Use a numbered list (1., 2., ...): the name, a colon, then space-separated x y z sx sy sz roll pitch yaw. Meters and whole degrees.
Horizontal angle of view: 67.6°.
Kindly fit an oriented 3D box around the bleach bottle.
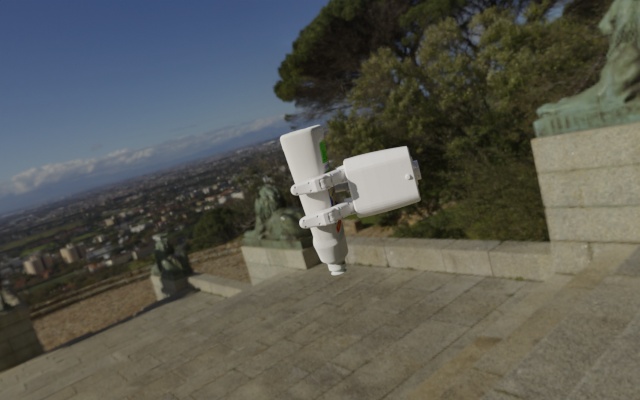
1. bleach bottle: 0.000 0.003 0.811 0.068 0.251 0.102 -14 10 11
